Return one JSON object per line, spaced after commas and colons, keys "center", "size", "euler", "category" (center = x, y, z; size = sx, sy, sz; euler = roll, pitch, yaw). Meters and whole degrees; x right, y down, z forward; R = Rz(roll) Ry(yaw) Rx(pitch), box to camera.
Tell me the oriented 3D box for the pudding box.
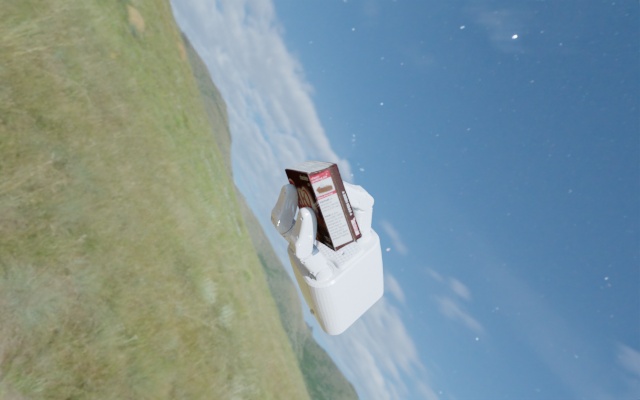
{"center": [0.000, 0.002, 0.546], "size": [0.039, 0.090, 0.113], "euler": [-24, 12, -15], "category": "pudding box"}
